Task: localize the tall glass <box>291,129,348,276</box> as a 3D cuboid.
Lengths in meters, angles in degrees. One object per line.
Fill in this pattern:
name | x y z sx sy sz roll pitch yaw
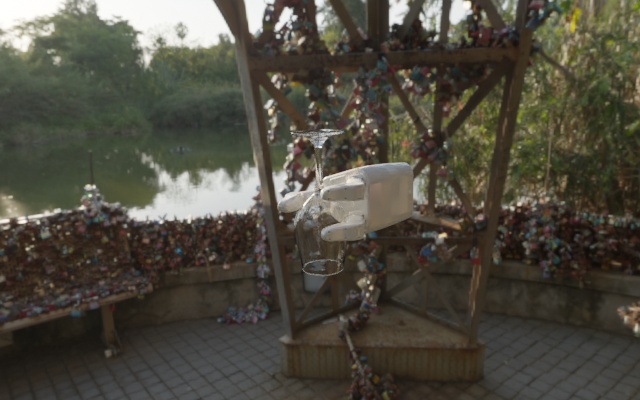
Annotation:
tall glass | 0.000 0.002 0.679 0.079 0.201 0.079 -2 13 0
